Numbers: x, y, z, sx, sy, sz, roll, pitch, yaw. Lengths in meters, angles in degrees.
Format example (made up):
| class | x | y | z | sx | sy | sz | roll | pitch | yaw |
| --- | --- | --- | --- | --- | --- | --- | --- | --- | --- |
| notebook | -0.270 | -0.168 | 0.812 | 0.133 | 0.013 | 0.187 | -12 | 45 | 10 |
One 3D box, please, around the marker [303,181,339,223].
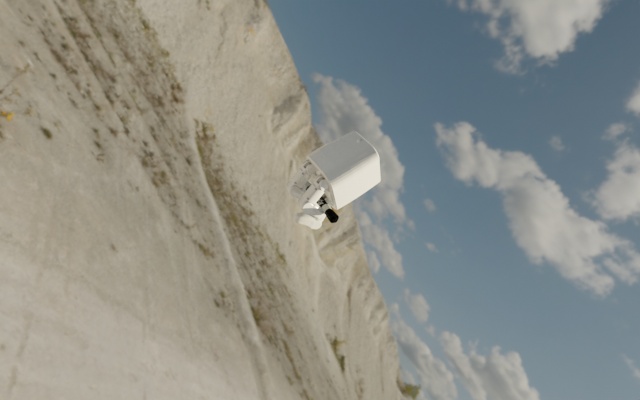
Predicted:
| class | x | y | z | sx | sy | sz | roll | pitch | yaw |
| --- | --- | --- | --- | --- | --- | --- | --- | --- | --- |
| marker | 0.000 | 0.003 | 0.894 | 0.020 | 0.020 | 0.121 | 0 | 33 | -33 |
